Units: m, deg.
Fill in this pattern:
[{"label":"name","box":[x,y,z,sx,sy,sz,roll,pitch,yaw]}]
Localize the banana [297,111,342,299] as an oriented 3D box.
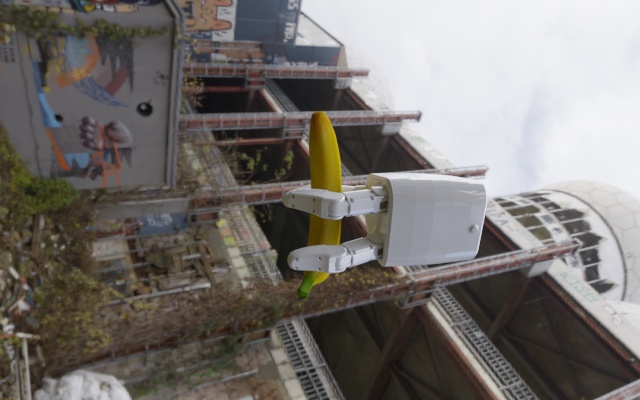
[{"label":"banana","box":[0.003,0.005,0.526,0.037,0.198,0.069,3,2,11]}]
